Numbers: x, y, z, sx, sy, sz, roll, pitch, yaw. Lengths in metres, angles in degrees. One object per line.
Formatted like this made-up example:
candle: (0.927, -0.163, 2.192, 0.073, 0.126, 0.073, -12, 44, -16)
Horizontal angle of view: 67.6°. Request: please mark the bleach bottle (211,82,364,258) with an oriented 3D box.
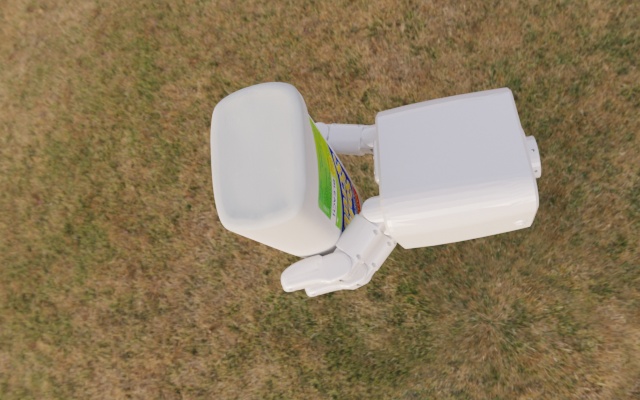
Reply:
bleach bottle: (0.000, 0.001, 0.412, 0.068, 0.102, 0.251, -10, -17, 17)
